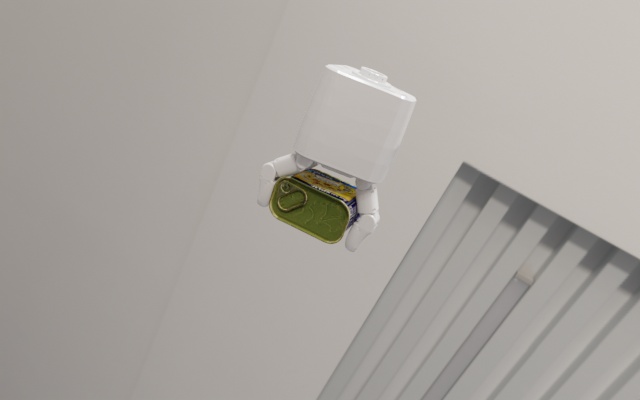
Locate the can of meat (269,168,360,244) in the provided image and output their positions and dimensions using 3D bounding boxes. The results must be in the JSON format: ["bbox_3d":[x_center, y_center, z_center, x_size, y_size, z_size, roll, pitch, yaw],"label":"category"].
[{"bbox_3d":[0.000,0.002,0.604,0.102,0.057,0.084,25,22,14],"label":"can of meat"}]
